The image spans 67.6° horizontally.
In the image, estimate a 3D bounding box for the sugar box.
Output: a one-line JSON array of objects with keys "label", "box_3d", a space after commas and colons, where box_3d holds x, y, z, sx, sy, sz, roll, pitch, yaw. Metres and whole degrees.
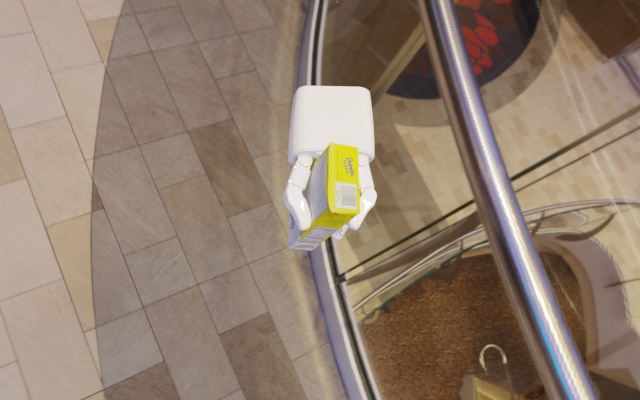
[{"label": "sugar box", "box_3d": [0.001, 0.002, 0.659, 0.048, 0.093, 0.176, 7, -22, -16]}]
